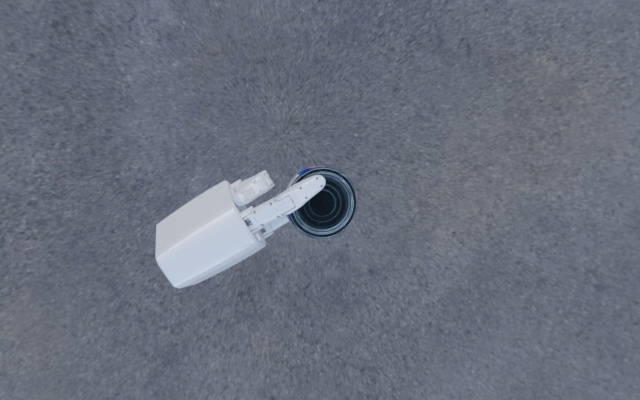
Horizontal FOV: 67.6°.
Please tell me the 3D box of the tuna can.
[{"bbox_3d":[0.000,0.002,0.567,0.086,0.086,0.034,0,5,-9],"label":"tuna can"}]
